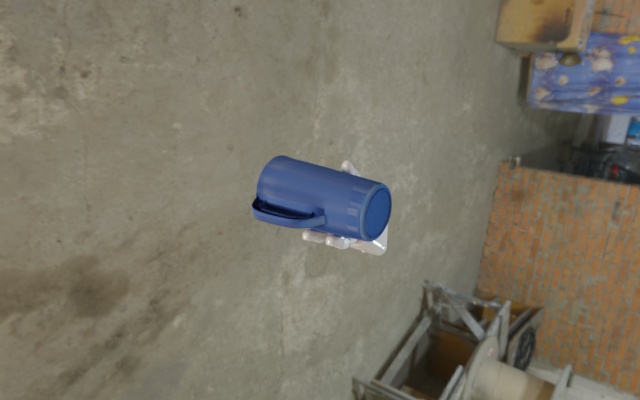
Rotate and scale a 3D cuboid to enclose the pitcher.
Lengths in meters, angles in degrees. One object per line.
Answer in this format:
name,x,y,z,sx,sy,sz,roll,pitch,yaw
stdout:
pitcher,0.000,0.003,0.897,0.243,0.149,0.145,15,-12,35
